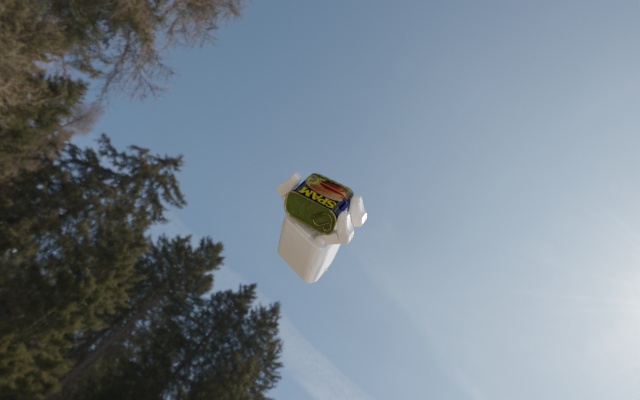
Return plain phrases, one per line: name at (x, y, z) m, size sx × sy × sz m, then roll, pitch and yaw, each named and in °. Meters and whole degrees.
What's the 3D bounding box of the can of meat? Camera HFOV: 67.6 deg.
can of meat at (0.000, 0.003, 0.856) m, size 0.102 × 0.057 × 0.084 m, roll 27°, pitch 41°, yaw 16°
